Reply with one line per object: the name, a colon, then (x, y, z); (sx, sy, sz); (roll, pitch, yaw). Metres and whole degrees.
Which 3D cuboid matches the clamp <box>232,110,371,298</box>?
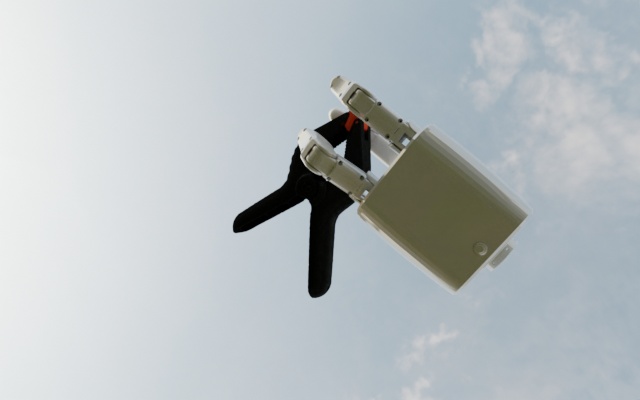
clamp: (0.000, 0.001, 0.444); (0.120, 0.171, 0.039); (43, 17, 16)
